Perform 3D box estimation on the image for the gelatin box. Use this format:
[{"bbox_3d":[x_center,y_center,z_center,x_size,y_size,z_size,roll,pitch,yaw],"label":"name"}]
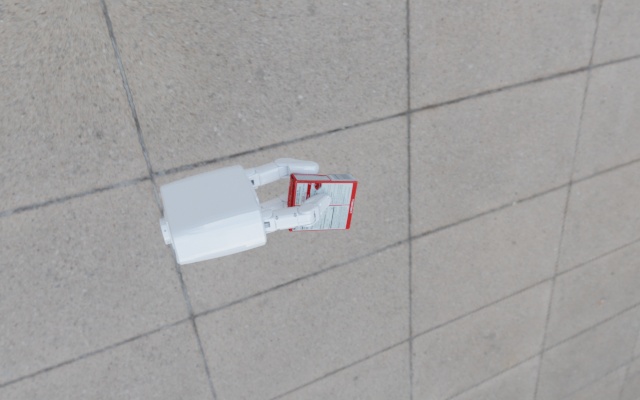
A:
[{"bbox_3d":[0.001,0.002,0.638,0.089,0.073,0.030,-1,25,-18],"label":"gelatin box"}]
